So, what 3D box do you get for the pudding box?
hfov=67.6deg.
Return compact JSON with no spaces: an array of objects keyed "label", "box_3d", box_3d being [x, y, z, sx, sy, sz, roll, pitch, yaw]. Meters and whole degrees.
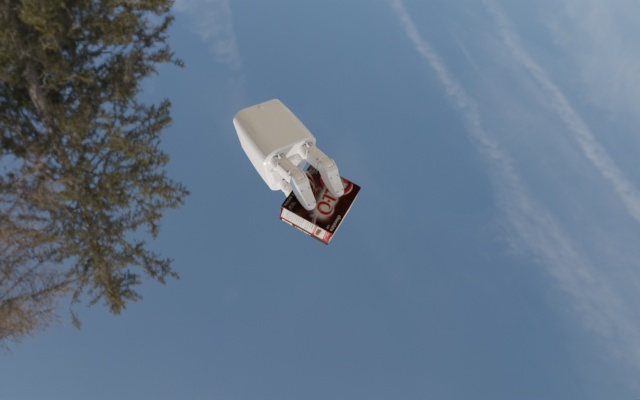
[{"label":"pudding box","box_3d":[0.000,0.003,0.745,0.090,0.113,0.039,28,-36,6]}]
